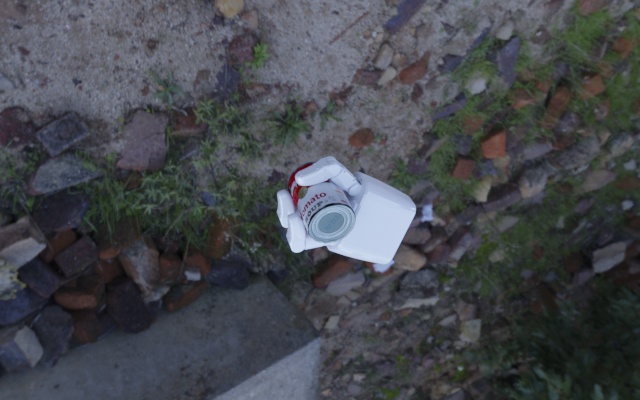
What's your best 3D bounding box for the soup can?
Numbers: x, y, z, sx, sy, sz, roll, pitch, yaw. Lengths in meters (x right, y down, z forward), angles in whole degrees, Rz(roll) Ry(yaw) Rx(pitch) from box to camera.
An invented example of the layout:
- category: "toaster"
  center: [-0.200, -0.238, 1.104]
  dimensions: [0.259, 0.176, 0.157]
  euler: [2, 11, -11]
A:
- category: "soup can"
  center: [0.000, 0.002, 0.654]
  dimensions: [0.068, 0.068, 0.102]
  euler: [0, 36, -22]
